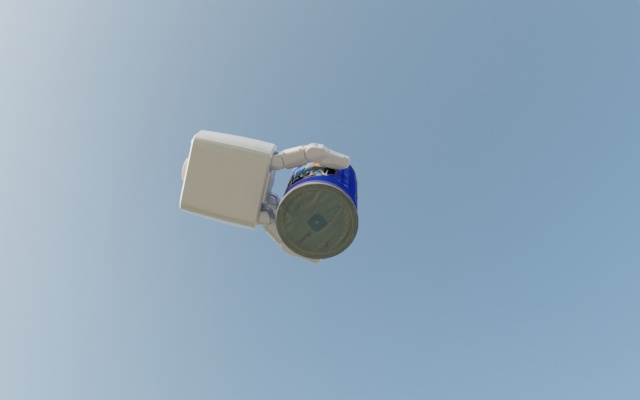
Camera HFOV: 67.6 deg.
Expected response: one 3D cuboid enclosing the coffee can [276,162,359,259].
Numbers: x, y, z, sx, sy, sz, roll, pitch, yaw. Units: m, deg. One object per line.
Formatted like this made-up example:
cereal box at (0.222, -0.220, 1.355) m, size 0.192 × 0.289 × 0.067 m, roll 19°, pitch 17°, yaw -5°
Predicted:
coffee can at (0.000, 0.002, 0.651) m, size 0.103 × 0.103 × 0.140 m, roll 0°, pitch 21°, yaw 4°
